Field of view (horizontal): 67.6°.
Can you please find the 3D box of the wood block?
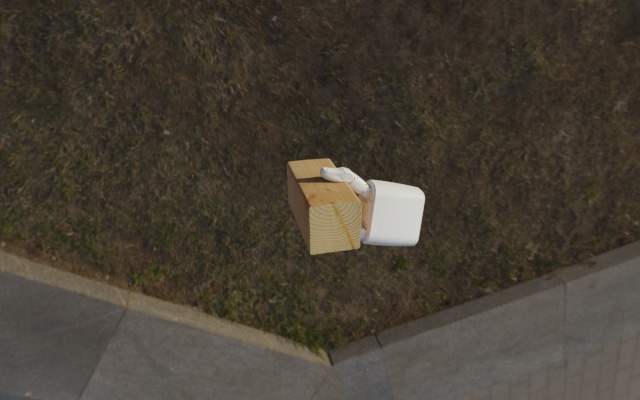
[{"bbox_3d":[0.001,0.003,0.869,0.090,0.091,0.206,-6,26,-13],"label":"wood block"}]
